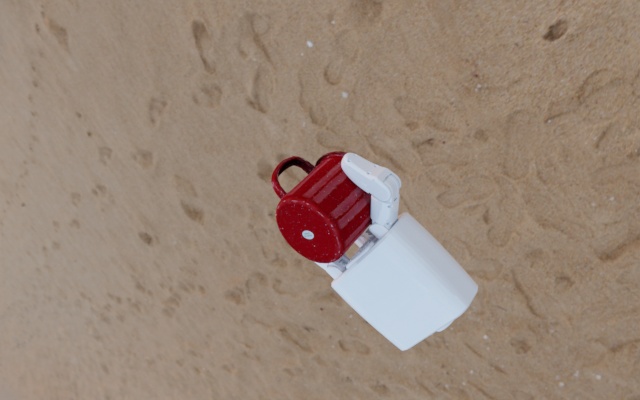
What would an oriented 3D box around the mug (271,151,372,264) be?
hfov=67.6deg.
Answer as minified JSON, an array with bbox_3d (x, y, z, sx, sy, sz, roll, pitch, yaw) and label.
[{"bbox_3d":[-0.001,0.001,0.487,0.081,0.117,0.093,-44,-5,-39],"label":"mug"}]
